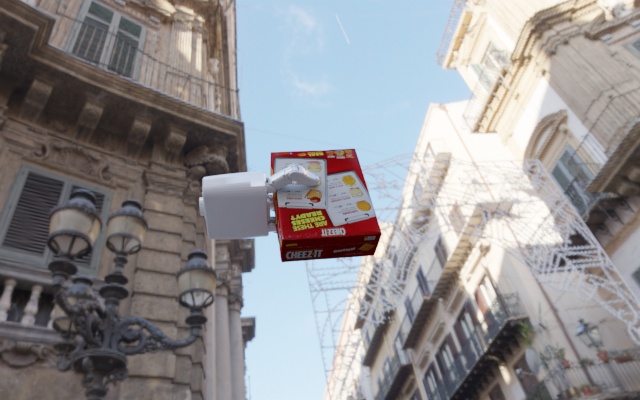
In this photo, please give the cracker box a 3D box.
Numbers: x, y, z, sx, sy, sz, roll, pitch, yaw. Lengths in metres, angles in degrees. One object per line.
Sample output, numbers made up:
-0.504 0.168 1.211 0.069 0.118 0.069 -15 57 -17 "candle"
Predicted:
0.000 0.003 0.847 0.164 0.213 0.072 -3 -43 -10 "cracker box"
